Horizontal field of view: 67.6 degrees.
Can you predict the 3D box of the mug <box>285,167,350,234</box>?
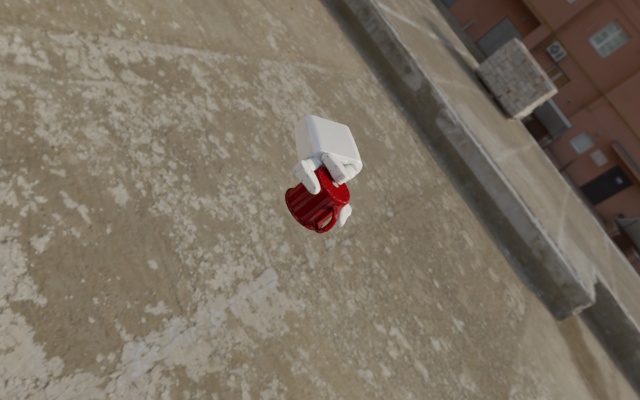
[{"bbox_3d":[0.000,0.004,0.838,0.093,0.117,0.081,26,-53,-39],"label":"mug"}]
